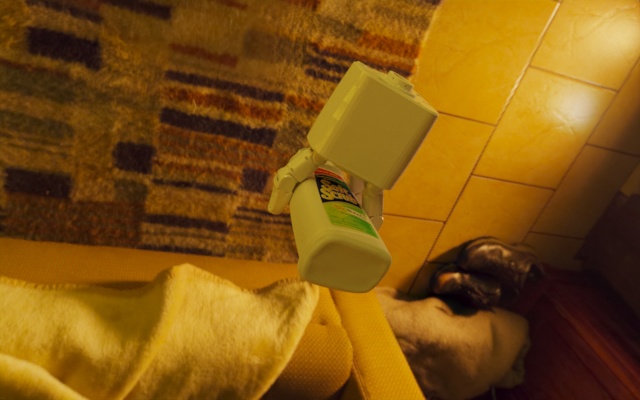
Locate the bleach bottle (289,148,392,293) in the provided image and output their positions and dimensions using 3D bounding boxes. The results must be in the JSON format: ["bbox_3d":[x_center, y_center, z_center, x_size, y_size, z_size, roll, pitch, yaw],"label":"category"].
[{"bbox_3d":[0.000,0.002,0.592,0.102,0.068,0.250,20,26,-27],"label":"bleach bottle"}]
